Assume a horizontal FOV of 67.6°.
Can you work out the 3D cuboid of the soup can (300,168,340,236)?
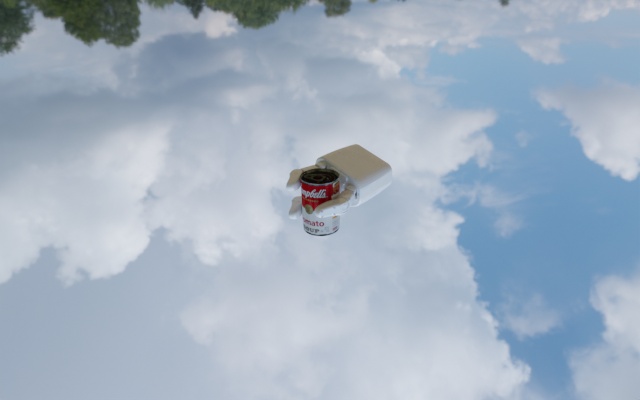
[{"bbox_3d":[0.000,0.003,0.838,0.068,0.102,0.068,-1,27,1],"label":"soup can"}]
